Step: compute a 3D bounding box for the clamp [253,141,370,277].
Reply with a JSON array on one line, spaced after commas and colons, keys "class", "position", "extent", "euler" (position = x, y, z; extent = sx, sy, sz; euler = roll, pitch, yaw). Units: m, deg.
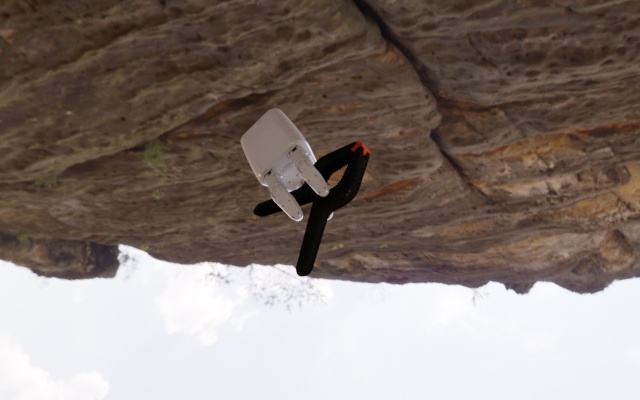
[{"class": "clamp", "position": [0.001, 0.002, 0.722], "extent": [0.036, 0.210, 0.164], "euler": [34, 17, -50]}]
